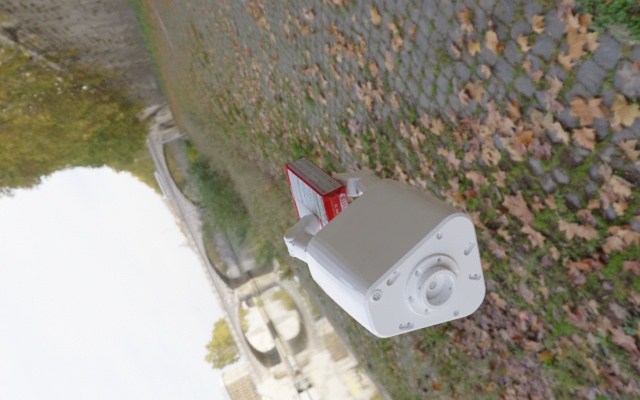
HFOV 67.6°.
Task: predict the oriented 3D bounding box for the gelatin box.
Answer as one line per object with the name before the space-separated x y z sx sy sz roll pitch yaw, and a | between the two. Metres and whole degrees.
gelatin box | 0.000 0.002 0.524 0.030 0.073 0.089 -28 37 -19
